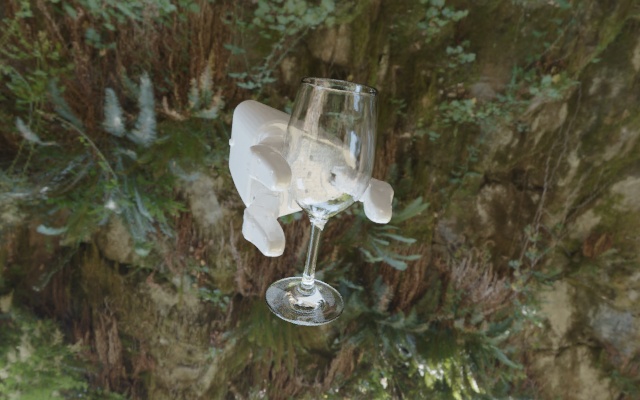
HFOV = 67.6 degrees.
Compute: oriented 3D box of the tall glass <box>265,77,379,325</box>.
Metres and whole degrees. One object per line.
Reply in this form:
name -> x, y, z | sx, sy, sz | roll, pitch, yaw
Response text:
tall glass -> 0.000, 0.002, 0.407 | 0.079, 0.201, 0.079 | 8, 22, -3
